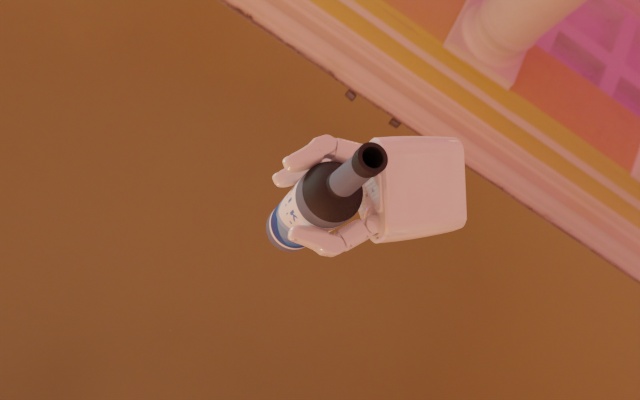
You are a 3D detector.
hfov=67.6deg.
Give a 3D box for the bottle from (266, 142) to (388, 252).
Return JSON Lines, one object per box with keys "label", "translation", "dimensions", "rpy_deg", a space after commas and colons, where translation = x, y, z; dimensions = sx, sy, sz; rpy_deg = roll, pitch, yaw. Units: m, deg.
{"label": "bottle", "translation": [0.000, 0.002, 0.525], "dimensions": [0.069, 0.069, 0.296], "rpy_deg": [0, -15, -17]}
